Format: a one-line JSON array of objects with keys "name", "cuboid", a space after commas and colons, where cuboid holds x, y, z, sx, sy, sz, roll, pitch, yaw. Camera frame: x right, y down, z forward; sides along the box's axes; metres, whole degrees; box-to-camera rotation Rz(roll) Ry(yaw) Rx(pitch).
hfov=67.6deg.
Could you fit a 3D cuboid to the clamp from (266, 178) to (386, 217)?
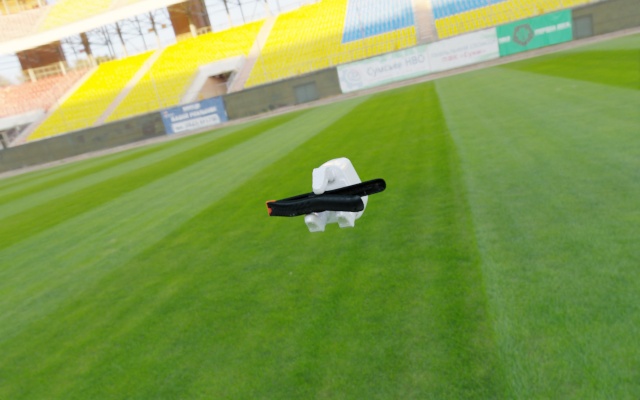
[{"name": "clamp", "cuboid": [-0.001, 0.002, 0.810, 0.210, 0.036, 0.164, -10, 9, 16]}]
